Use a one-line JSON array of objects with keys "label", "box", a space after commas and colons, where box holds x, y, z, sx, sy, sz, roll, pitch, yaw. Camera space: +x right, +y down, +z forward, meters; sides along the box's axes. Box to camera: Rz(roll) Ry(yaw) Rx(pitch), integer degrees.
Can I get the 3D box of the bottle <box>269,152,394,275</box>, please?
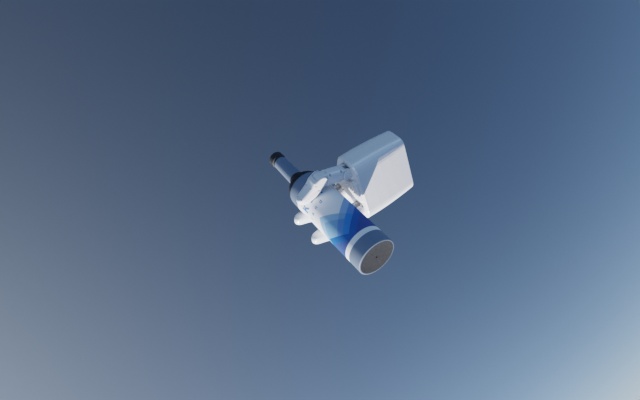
[{"label": "bottle", "box": [0.000, 0.003, 0.791, 0.069, 0.069, 0.295, 0, 33, -43]}]
